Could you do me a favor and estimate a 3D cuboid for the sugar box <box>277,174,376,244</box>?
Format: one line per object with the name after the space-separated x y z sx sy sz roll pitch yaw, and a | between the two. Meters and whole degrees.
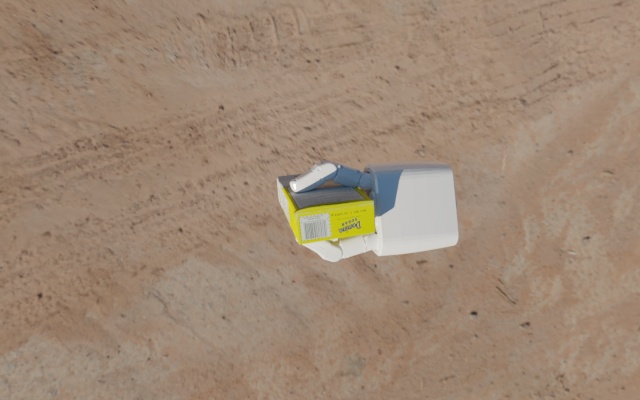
0.000 0.003 0.614 0.093 0.048 0.176 -7 14 -9 | sugar box
